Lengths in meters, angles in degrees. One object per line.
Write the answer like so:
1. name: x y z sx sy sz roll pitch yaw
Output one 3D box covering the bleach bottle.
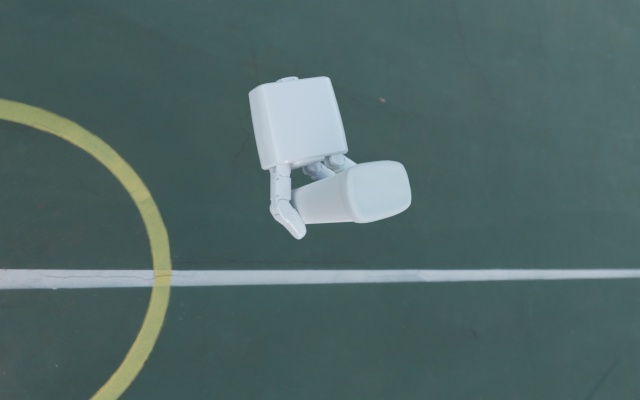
1. bleach bottle: 0.000 0.002 0.650 0.102 0.068 0.251 -11 0 -36
